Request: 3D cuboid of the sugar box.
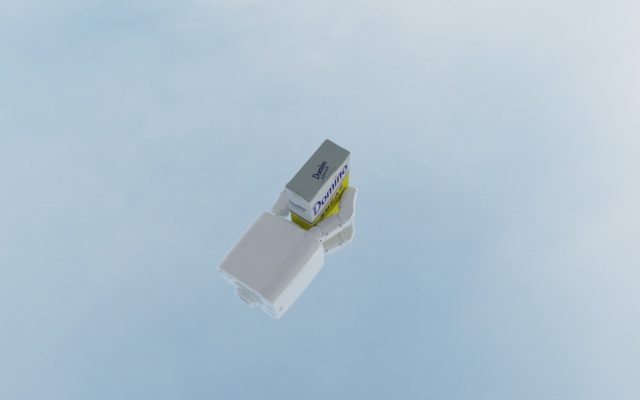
[{"bbox_3d":[0.000,0.003,0.680,0.048,0.093,0.176,33,-23,15],"label":"sugar box"}]
